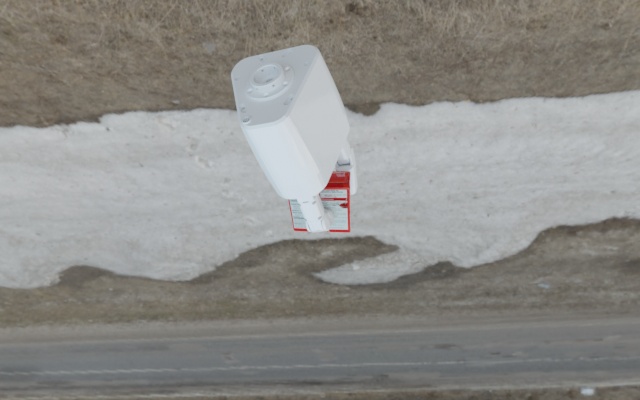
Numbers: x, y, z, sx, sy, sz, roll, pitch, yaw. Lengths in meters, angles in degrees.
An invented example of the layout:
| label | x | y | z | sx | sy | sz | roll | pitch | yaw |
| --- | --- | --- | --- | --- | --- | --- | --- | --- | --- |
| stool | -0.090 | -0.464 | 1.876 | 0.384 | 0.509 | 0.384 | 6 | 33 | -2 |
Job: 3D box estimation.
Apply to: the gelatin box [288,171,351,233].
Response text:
| label | x | y | z | sx | sy | sz | roll | pitch | yaw |
| --- | --- | --- | --- | --- | --- | --- | --- | --- | --- |
| gelatin box | 0.000 | 0.002 | 0.579 | 0.073 | 0.030 | 0.089 | 1 | -40 | 5 |
